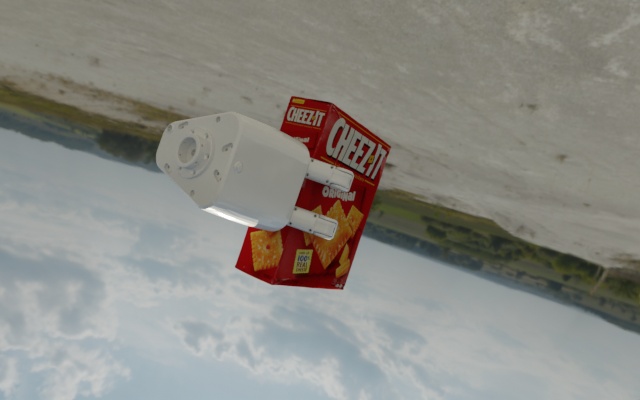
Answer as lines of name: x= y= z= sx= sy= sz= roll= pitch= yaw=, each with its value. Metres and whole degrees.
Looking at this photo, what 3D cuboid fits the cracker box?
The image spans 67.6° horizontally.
cracker box: x=0.000 y=0.002 z=0.603 sx=0.072 sy=0.213 sz=0.164 roll=18 pitch=-2 yaw=34
